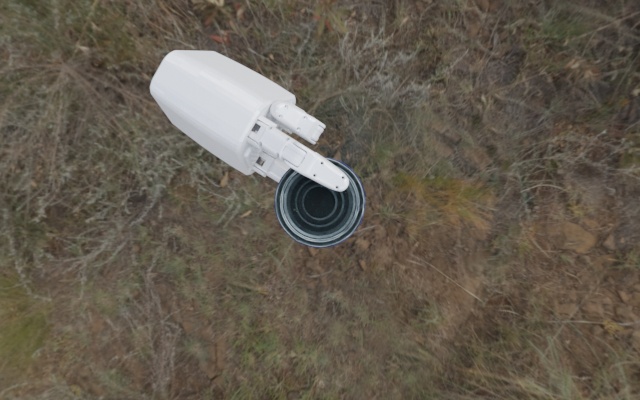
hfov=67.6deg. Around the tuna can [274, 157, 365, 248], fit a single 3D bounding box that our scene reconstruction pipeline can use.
[{"bbox_3d":[0.000,0.002,0.452,0.086,0.086,0.034,0,1,3],"label":"tuna can"}]
